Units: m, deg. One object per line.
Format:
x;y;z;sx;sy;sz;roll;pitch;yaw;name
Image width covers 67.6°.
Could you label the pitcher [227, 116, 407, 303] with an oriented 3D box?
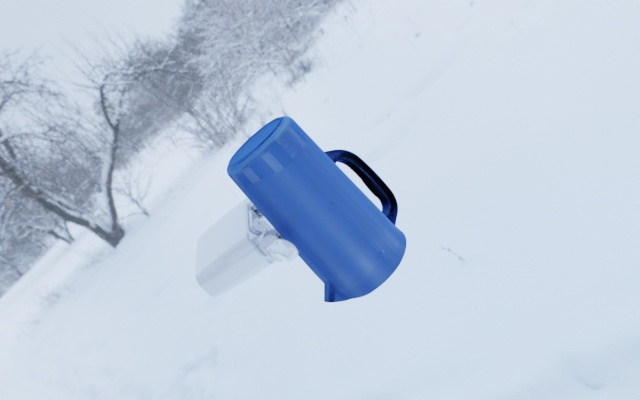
0.000;0.002;0.641;0.145;0.243;0.149;-35;21;18;pitcher
